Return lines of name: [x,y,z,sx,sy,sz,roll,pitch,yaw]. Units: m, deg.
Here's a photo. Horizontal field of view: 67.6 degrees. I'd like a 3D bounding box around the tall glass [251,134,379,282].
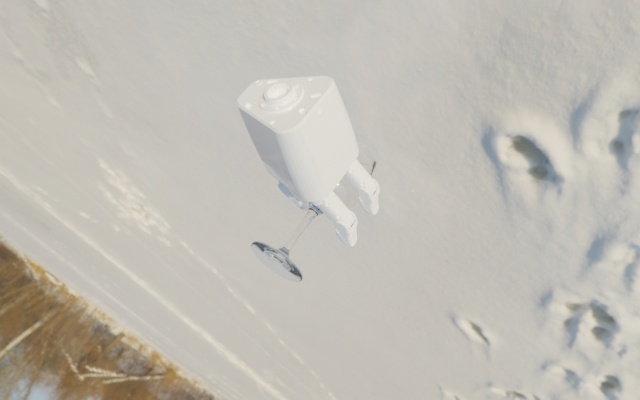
tall glass: [0.000,0.003,0.614,0.079,0.201,0.079,29,-27,16]
